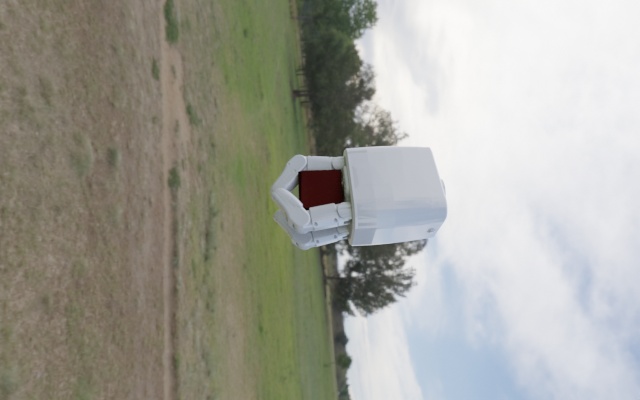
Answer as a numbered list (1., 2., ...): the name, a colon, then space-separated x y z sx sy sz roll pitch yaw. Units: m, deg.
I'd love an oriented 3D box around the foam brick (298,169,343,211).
1. foam brick: 0.000 0.002 0.588 0.051 0.053 0.078 -3 -22 -1
